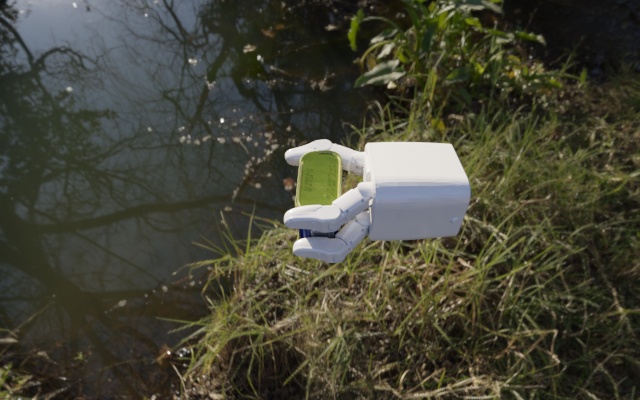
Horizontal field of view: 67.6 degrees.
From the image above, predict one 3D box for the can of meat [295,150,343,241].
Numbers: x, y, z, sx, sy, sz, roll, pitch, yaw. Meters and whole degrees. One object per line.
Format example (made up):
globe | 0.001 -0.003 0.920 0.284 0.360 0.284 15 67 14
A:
can of meat | 0.000 0.002 0.577 0.057 0.102 0.084 1 -37 2
